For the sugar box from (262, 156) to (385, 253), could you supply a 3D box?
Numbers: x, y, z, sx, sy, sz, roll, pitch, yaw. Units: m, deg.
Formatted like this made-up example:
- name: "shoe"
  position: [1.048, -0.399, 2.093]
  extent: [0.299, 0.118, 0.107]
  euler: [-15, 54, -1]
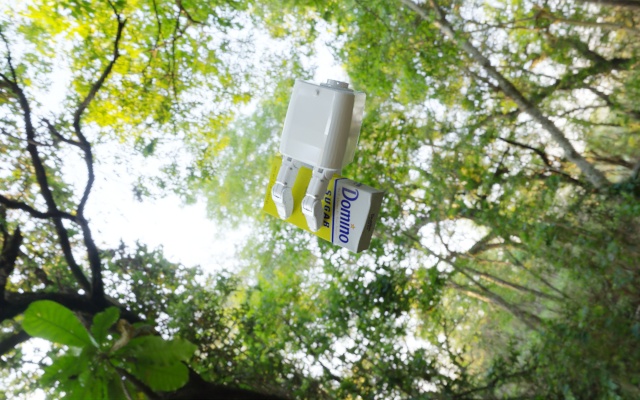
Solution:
- name: "sugar box"
  position: [0.000, 0.002, 0.714]
  extent: [0.176, 0.093, 0.048]
  euler: [22, 17, 30]
